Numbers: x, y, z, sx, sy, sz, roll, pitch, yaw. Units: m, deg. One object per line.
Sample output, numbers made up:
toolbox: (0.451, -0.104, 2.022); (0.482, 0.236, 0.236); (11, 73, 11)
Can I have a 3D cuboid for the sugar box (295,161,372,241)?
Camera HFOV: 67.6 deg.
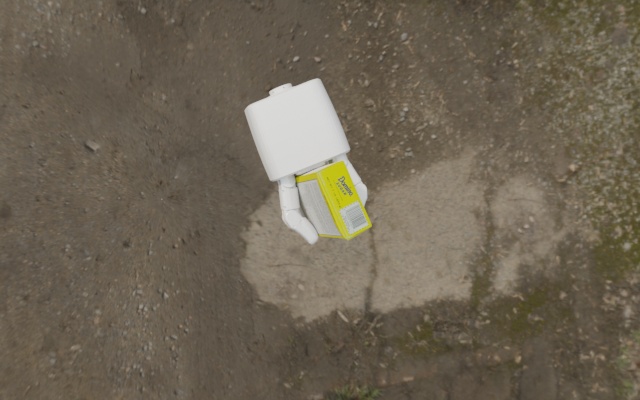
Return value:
sugar box: (0.001, 0.002, 0.659); (0.048, 0.093, 0.176); (-26, 8, -17)
